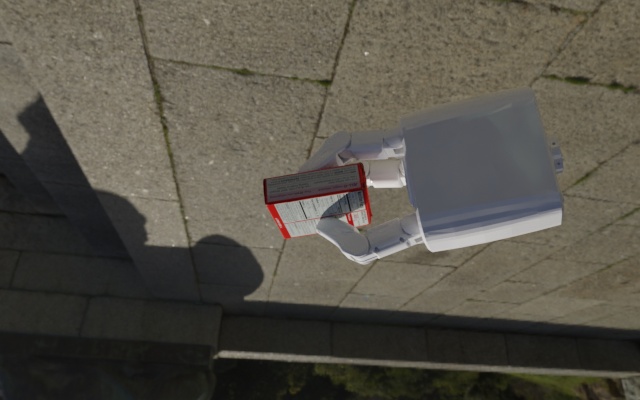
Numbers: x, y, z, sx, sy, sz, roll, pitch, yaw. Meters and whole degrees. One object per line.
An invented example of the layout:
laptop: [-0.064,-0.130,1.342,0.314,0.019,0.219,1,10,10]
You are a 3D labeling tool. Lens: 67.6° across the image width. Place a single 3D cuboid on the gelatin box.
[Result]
gelatin box: [0.000,0.002,0.435,0.089,0.030,0.073,-10,-29,5]
